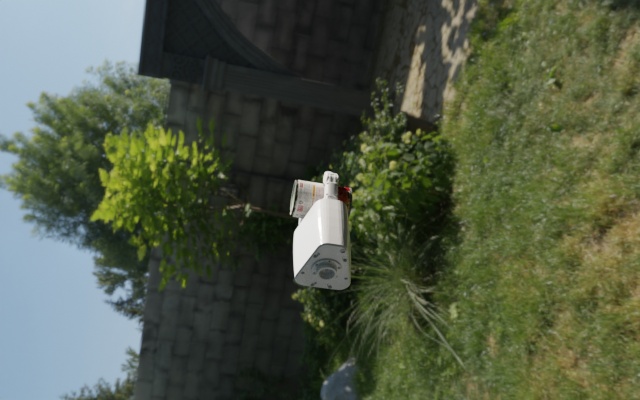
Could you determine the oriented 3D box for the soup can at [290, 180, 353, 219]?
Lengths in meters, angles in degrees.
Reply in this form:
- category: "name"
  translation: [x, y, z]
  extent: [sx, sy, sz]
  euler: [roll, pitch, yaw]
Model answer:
- category: "soup can"
  translation: [0.000, 0.002, 0.864]
  extent: [0.102, 0.068, 0.068]
  euler: [9, -1, -8]
